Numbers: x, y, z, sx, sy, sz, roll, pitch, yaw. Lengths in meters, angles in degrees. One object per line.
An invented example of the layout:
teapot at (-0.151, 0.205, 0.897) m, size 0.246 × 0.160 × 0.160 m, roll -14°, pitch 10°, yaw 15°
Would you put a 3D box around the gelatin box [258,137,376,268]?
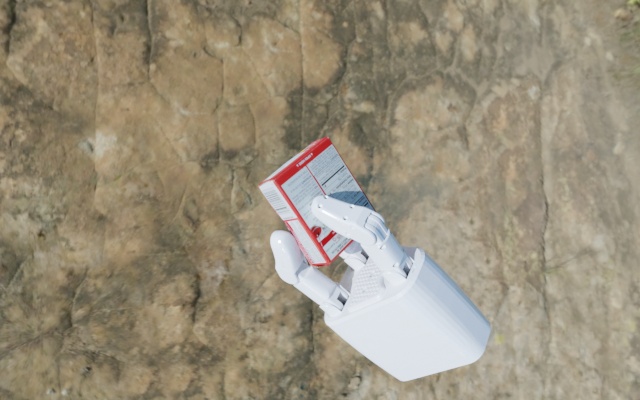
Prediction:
gelatin box at (0.000, 0.001, 0.415) m, size 0.073 × 0.089 × 0.030 m, roll -42°, pitch 16°, yaw -33°
